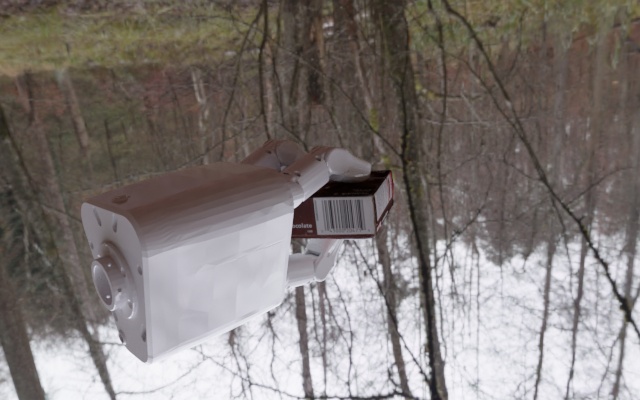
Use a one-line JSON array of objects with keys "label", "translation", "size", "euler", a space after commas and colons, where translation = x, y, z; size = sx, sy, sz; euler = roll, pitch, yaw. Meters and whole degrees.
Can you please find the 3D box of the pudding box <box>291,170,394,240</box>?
[{"label": "pudding box", "translation": [0.000, 0.002, 0.407], "size": [0.113, 0.039, 0.090], "euler": [1, 17, 17]}]
